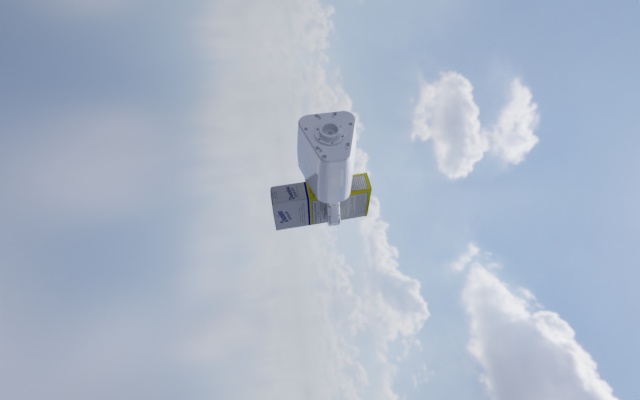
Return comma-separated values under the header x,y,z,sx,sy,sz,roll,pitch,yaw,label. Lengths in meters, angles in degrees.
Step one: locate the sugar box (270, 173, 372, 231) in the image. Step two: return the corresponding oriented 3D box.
x,y,z,sx,sy,sz,roll,pitch,yaw,label
0.000,0.002,0.868,0.176,0.048,0.093,-6,-34,-5,sugar box
